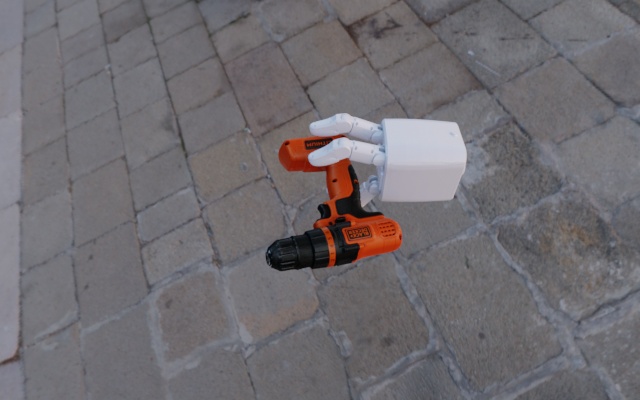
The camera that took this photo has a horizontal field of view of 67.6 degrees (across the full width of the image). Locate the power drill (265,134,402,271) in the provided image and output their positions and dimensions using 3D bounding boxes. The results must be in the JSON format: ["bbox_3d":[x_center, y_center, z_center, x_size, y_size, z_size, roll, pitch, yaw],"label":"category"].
[{"bbox_3d":[0.000,0.002,0.651,0.184,0.187,0.057,-8,-28,-20],"label":"power drill"}]
